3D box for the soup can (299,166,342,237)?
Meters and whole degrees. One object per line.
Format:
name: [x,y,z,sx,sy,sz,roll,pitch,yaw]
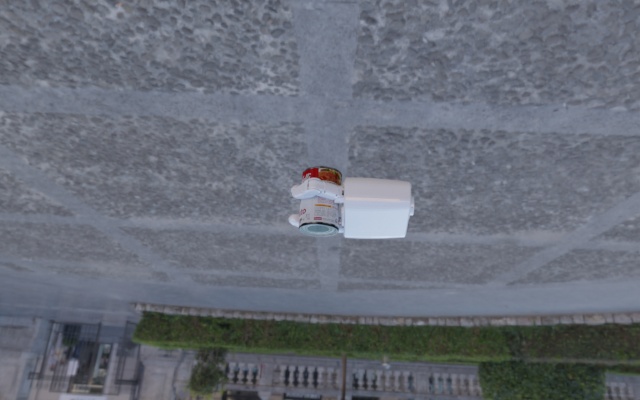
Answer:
soup can: [0.000,0.003,0.794,0.068,0.102,0.068,3,-22,1]
